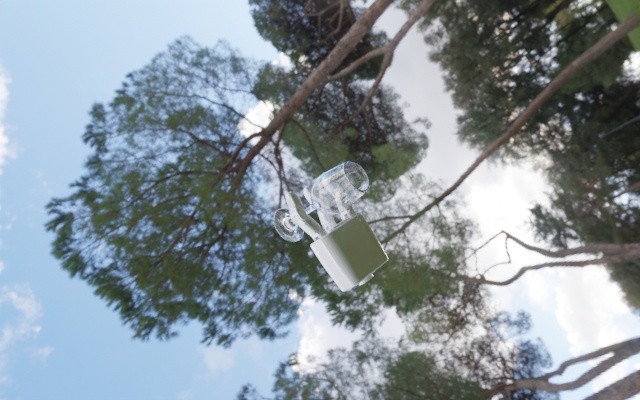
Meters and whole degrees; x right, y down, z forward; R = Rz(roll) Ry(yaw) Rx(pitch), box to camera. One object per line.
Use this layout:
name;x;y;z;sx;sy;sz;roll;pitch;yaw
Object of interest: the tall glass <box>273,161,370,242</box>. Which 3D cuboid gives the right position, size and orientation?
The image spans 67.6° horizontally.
tall glass;0.000;0.003;0.887;0.079;0.079;0.201;0;-28;-46
